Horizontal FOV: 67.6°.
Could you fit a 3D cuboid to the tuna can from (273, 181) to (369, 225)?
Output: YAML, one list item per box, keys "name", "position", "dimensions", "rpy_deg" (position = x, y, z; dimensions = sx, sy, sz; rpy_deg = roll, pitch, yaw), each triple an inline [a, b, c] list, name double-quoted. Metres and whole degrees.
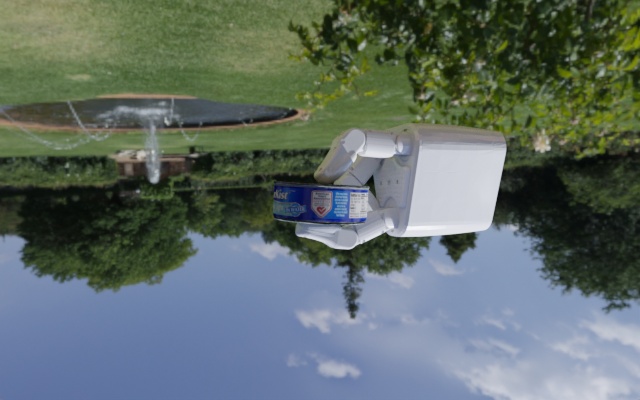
- name: "tuna can"
  position: [0.000, 0.002, 0.429]
  dimensions: [0.086, 0.034, 0.086]
  rpy_deg: [3, 2, 0]
